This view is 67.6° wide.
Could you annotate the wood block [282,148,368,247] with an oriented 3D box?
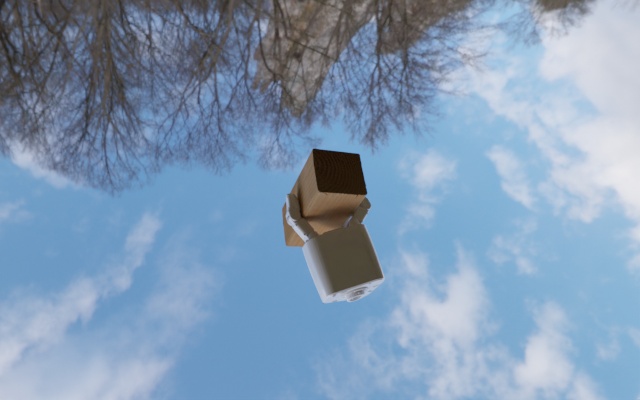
[{"bbox_3d":[0.000,0.003,0.886,0.091,0.090,0.206,4,-32,-20],"label":"wood block"}]
